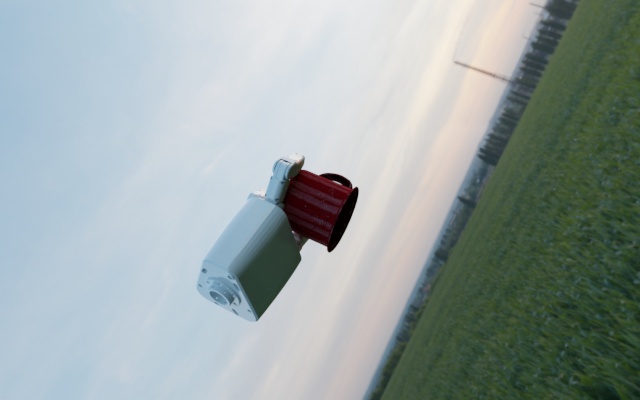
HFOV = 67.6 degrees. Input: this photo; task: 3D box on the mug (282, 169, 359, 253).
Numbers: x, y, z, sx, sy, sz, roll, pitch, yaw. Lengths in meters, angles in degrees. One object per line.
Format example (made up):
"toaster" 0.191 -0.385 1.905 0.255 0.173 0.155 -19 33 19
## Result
"mug" 0.001 0.001 0.635 0.081 0.093 0.117 24 51 14
